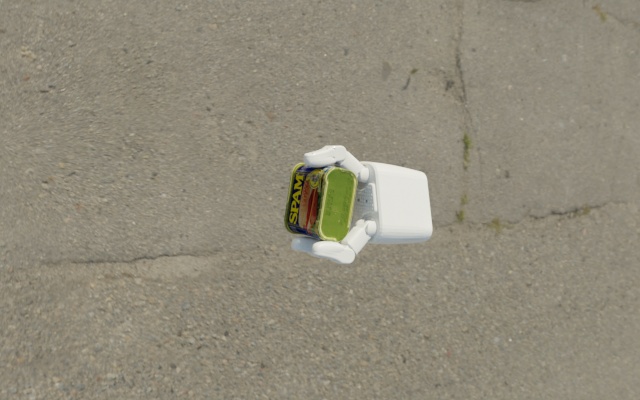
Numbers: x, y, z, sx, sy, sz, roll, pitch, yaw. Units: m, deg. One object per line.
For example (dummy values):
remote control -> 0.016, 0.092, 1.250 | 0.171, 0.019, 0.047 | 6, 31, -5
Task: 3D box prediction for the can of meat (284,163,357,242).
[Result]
can of meat -> 0.000, 0.002, 0.648 | 0.057, 0.102, 0.084 | 8, 1, -35
